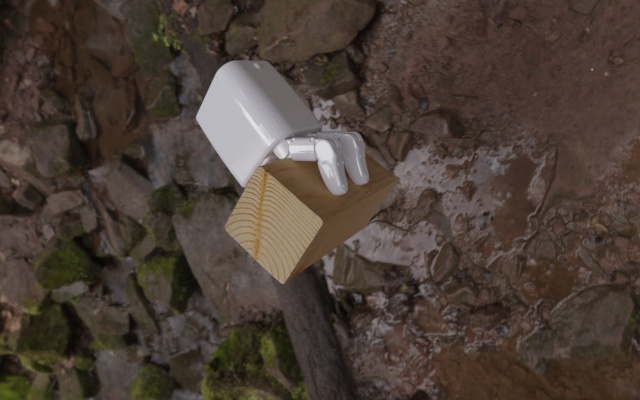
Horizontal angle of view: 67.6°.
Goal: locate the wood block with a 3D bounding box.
[{"bbox_3d":[0.000,0.002,0.558,0.090,0.091,0.206,41,29,14],"label":"wood block"}]
